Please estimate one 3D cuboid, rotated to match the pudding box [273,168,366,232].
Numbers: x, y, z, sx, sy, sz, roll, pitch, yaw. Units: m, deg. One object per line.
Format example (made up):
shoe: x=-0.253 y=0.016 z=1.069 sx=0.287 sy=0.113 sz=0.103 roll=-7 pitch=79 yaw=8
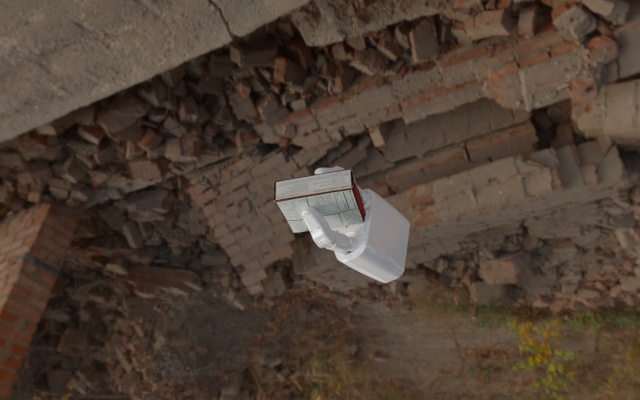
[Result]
pudding box: x=0.000 y=0.002 z=0.670 sx=0.113 sy=0.039 sz=0.090 roll=-10 pitch=-36 yaw=10
